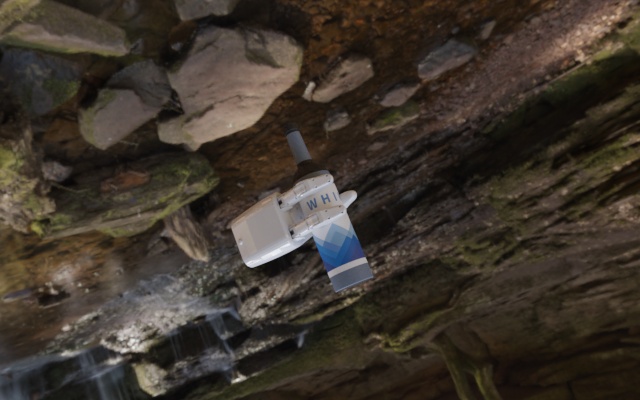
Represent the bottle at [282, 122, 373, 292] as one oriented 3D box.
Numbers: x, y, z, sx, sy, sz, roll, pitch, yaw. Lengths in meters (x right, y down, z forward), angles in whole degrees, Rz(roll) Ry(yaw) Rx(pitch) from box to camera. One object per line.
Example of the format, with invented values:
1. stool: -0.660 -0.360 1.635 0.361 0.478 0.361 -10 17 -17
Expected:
1. bottle: 0.000 0.003 0.799 0.069 0.295 0.069 -21 -13 -5
